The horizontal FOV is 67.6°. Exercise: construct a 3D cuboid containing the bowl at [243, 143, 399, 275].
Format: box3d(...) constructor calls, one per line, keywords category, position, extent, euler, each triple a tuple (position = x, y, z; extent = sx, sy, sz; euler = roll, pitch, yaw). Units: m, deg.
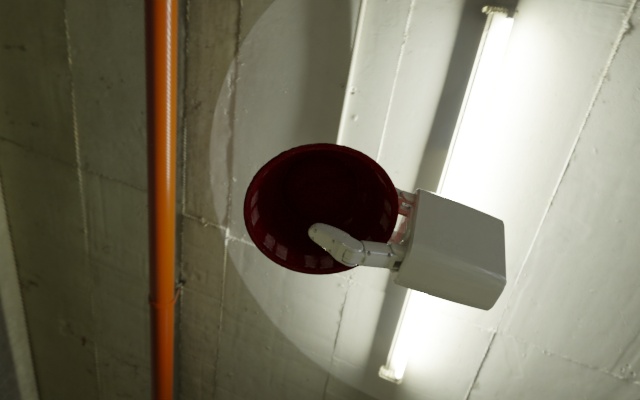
box3d(category="bowl", position=(-0.001, 0.001, 0.515), extent=(0.162, 0.162, 0.055), euler=(0, 32, -2))
